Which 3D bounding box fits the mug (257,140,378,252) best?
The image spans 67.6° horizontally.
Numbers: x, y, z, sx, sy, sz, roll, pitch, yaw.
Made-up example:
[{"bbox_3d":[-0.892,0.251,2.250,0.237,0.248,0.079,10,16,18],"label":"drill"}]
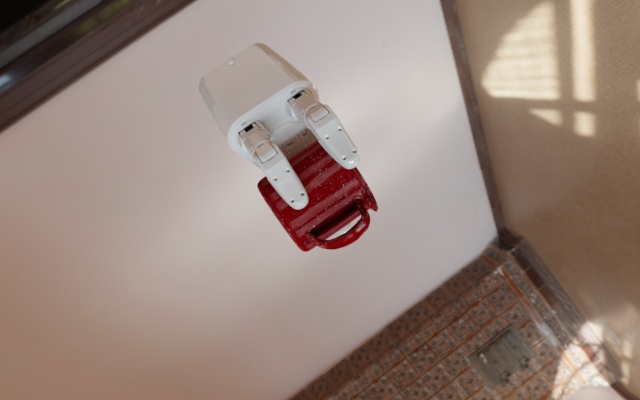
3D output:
[{"bbox_3d":[0.001,0.002,0.441,0.081,0.117,0.093,-35,-42,-3],"label":"mug"}]
